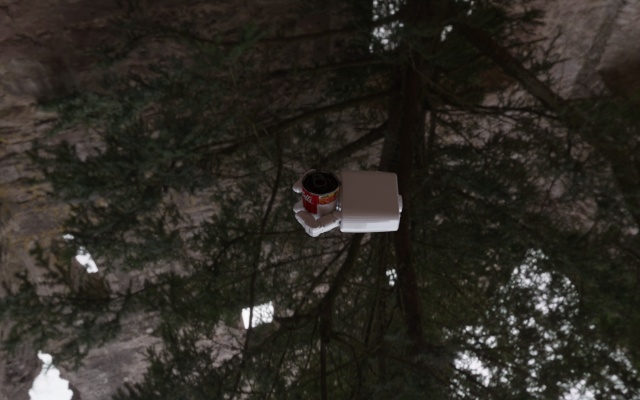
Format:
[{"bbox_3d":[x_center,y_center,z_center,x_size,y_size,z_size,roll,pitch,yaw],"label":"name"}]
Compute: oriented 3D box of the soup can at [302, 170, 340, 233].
[{"bbox_3d":[0.000,0.003,0.889,0.068,0.102,0.068,0,44,0],"label":"soup can"}]
